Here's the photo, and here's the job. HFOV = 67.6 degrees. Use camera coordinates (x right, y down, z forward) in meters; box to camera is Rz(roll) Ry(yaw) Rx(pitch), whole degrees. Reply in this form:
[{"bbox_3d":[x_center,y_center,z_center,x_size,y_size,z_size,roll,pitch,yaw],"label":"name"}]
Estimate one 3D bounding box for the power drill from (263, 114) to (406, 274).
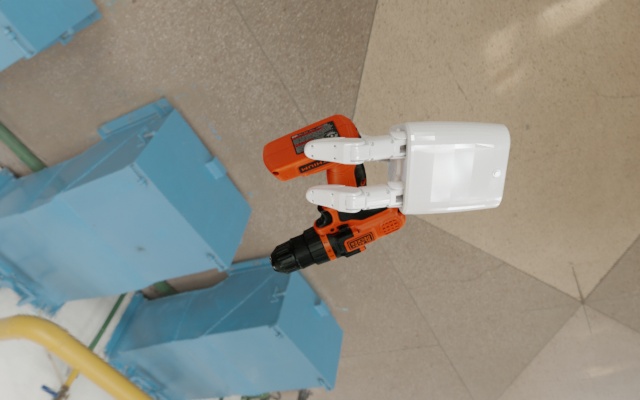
[{"bbox_3d":[0.000,0.001,0.571,0.184,0.057,0.188,-24,-45,1],"label":"power drill"}]
